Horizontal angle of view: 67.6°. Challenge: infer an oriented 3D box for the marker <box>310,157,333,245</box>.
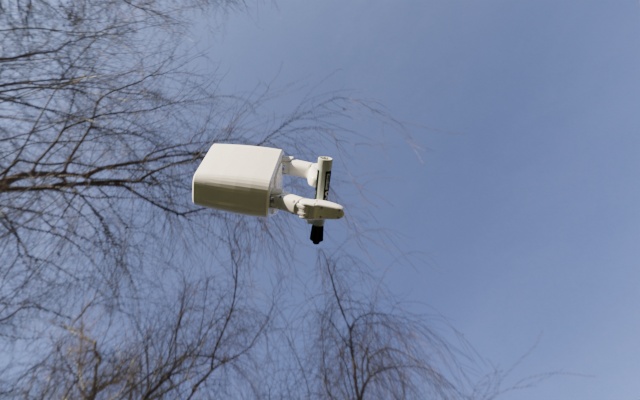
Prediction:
[{"bbox_3d":[0.000,0.002,0.636,0.020,0.121,0.020,6,19,-2],"label":"marker"}]
